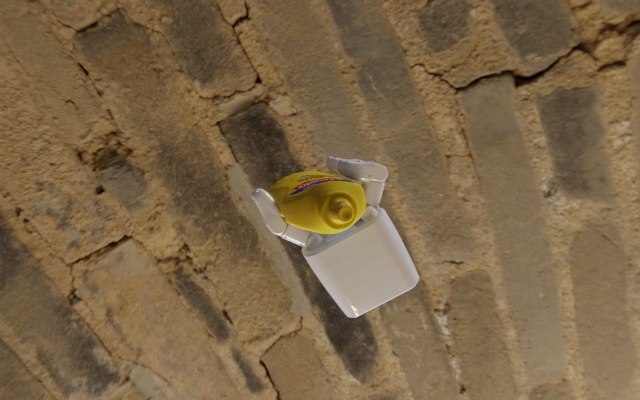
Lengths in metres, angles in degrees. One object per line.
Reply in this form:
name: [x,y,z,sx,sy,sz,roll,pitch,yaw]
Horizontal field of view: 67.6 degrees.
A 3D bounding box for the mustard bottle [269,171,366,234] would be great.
mustard bottle: [0.000,0.002,0.567,0.096,0.058,0.191,-9,10,-14]
